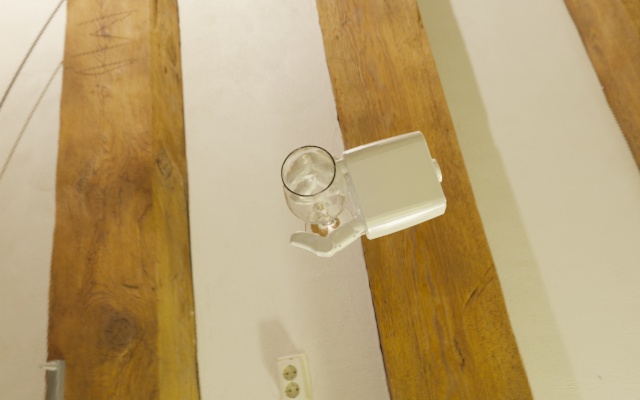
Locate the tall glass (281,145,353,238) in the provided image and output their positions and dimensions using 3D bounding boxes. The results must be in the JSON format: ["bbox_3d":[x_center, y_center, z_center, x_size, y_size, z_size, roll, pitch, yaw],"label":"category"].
[{"bbox_3d":[0.000,0.002,0.612,0.079,0.079,0.201,0,-20,9],"label":"tall glass"}]
